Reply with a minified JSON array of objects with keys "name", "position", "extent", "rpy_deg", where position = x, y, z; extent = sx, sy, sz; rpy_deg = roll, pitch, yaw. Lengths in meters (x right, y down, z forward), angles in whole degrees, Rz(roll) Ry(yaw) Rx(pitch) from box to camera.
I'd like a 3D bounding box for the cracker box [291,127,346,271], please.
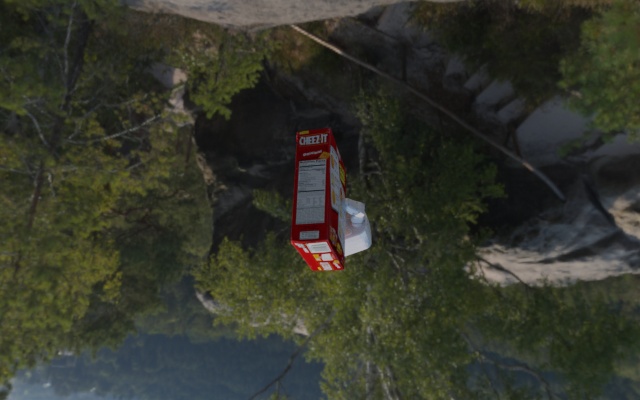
[{"name":"cracker box","position":[0.000,0.003,0.869],"extent":[0.072,0.213,0.164],"rpy_deg":[-4,-25,12]}]
